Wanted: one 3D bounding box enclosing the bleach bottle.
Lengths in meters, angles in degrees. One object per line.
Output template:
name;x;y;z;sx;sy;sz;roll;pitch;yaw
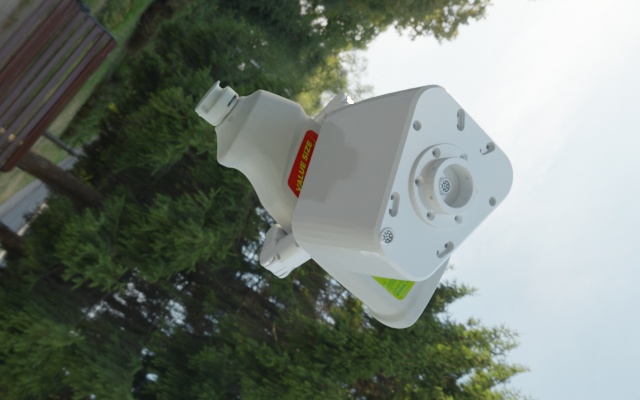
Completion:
bleach bottle;0.000;0.001;0.403;0.251;0.102;0.068;39;-16;-22
